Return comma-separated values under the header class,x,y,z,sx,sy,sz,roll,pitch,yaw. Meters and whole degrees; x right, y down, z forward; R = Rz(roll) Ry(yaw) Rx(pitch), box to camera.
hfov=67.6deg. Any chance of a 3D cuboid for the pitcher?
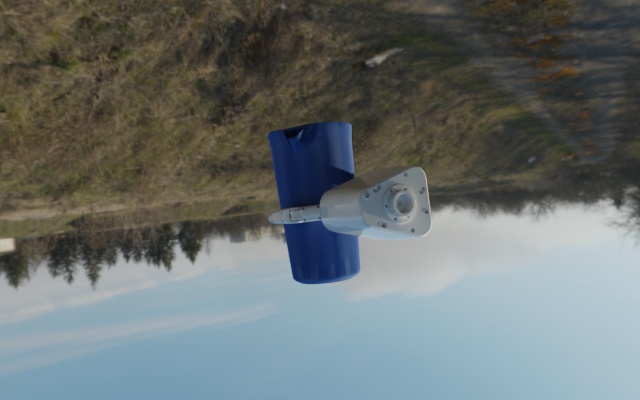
class,x,y,z,sx,sy,sz,roll,pitch,yaw
pitcher,0.000,0.002,0.762,0.149,0.243,0.145,-6,-1,-28
